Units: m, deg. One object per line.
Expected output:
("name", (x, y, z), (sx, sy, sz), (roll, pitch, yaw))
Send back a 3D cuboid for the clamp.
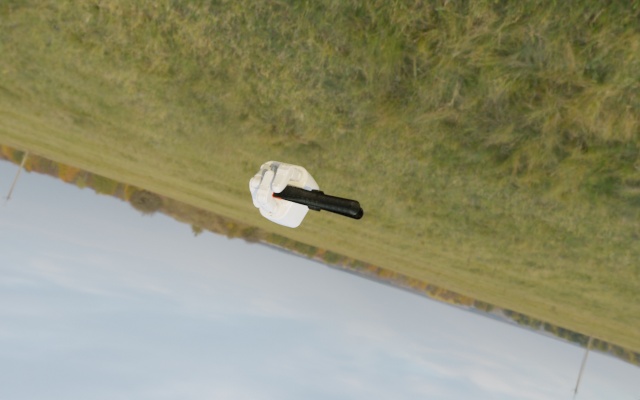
("clamp", (0.000, 0.003, 0.861), (0.171, 0.039, 0.120), (16, -10, 18))
